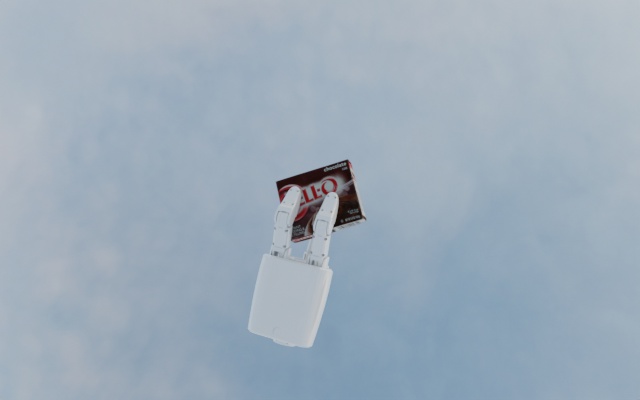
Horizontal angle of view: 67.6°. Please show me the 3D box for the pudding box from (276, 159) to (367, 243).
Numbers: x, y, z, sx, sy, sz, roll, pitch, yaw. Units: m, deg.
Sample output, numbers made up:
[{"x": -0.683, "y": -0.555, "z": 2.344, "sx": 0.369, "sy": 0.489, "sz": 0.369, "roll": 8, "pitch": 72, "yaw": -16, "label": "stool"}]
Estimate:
[{"x": 0.000, "y": 0.002, "z": 0.677, "sx": 0.113, "sy": 0.090, "sz": 0.039, "roll": -16, "pitch": -15, "yaw": 9, "label": "pudding box"}]
